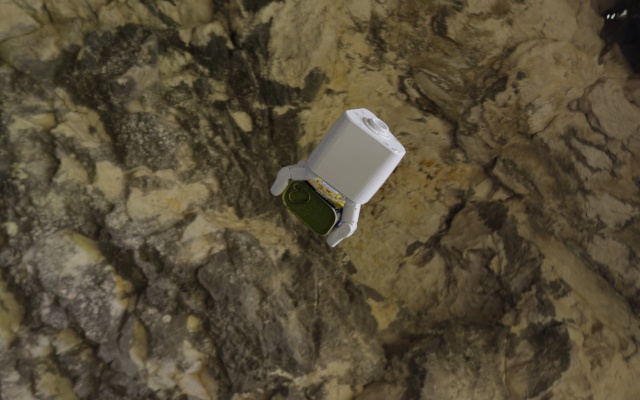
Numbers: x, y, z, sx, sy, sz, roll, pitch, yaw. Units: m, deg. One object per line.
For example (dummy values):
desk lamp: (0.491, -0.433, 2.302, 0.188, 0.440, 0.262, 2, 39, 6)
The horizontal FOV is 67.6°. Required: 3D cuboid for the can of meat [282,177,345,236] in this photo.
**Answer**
can of meat: (0.000, 0.003, 0.804, 0.102, 0.057, 0.084, 42, 29, 14)
